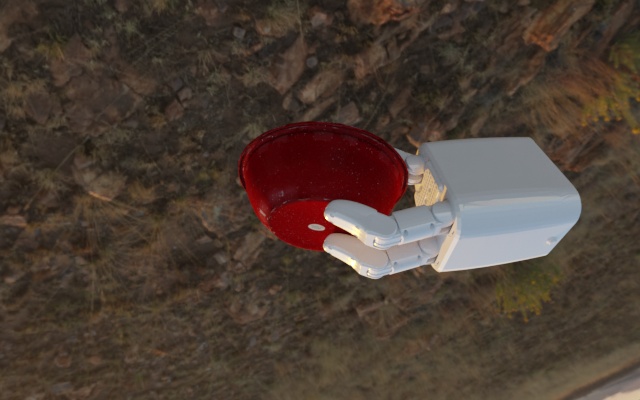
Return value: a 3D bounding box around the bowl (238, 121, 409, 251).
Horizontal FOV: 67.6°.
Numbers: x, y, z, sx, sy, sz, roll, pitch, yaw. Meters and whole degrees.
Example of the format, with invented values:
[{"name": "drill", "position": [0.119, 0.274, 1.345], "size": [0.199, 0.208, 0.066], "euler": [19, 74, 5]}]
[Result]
[{"name": "bowl", "position": [-0.001, 0.002, 0.441], "size": [0.162, 0.055, 0.162], "euler": [4, -34, 2]}]
